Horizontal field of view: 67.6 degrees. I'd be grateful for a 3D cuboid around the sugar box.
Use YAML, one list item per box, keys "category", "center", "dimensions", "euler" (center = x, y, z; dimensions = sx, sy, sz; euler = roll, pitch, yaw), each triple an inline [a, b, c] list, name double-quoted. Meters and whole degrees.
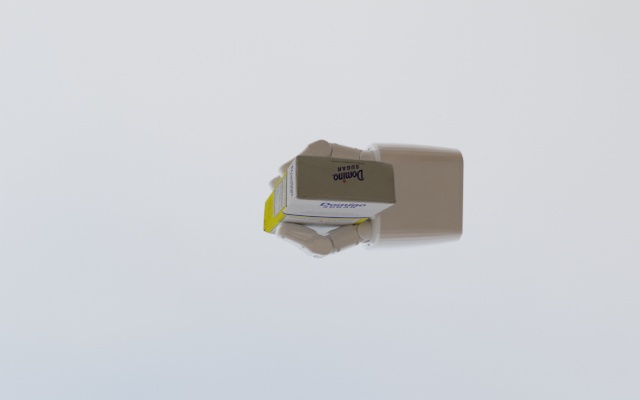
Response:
- category: "sugar box"
  center: [0.000, 0.001, 0.492]
  dimensions: [0.093, 0.048, 0.176]
  euler: [3, -16, -16]
